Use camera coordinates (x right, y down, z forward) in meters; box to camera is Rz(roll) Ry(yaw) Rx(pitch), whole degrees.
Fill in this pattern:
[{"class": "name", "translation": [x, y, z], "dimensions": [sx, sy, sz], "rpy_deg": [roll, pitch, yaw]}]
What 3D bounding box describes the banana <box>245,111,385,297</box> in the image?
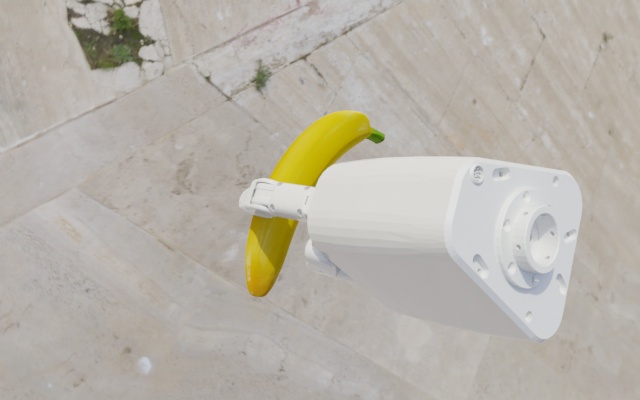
[{"class": "banana", "translation": [-0.009, -0.014, 0.396], "dimensions": [0.070, 0.197, 0.037], "rpy_deg": [50, -26, -24]}]
